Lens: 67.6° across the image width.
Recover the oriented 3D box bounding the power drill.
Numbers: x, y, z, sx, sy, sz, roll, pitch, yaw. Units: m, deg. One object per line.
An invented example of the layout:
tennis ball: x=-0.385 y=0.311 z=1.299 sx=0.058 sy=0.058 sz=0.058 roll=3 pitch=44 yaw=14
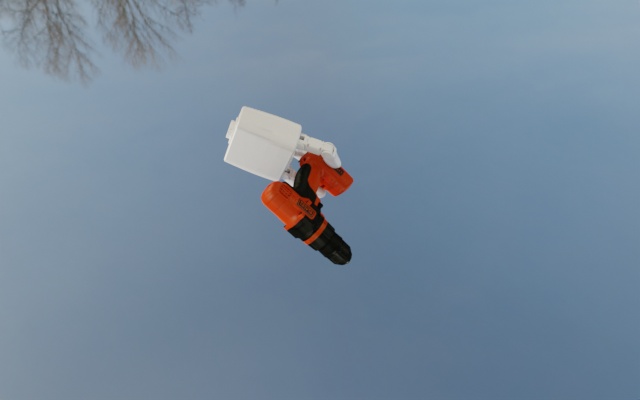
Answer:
power drill: x=0.000 y=0.002 z=0.831 sx=0.057 sy=0.184 sz=0.187 roll=-37 pitch=16 yaw=34
